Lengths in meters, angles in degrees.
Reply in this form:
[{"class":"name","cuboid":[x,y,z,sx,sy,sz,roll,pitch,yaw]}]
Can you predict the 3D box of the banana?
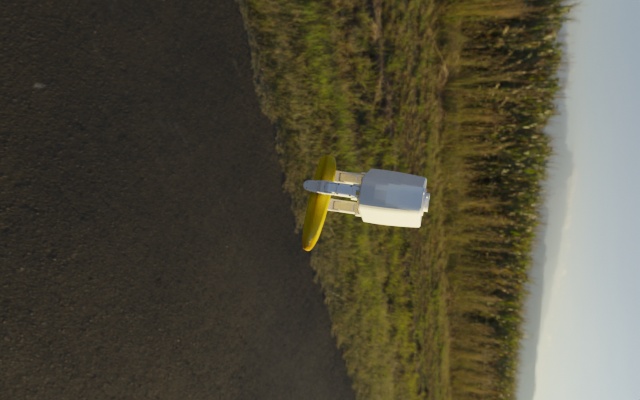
[{"class":"banana","cuboid":[0.001,-0.008,0.868,0.037,0.197,0.070,11,-24,5]}]
